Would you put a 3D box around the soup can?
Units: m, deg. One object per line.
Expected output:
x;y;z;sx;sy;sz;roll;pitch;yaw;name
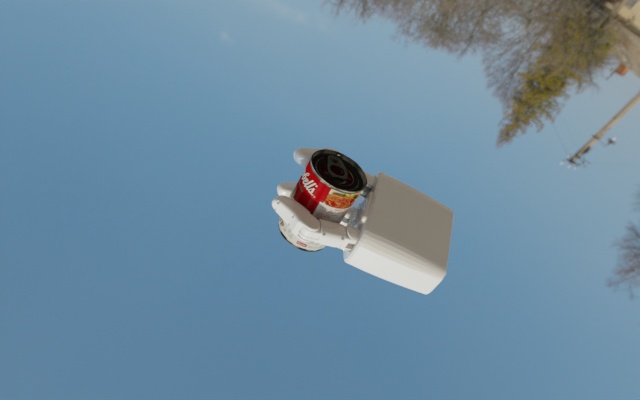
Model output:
-0.001;0.002;0.546;0.068;0.068;0.102;0;-44;-34;soup can
